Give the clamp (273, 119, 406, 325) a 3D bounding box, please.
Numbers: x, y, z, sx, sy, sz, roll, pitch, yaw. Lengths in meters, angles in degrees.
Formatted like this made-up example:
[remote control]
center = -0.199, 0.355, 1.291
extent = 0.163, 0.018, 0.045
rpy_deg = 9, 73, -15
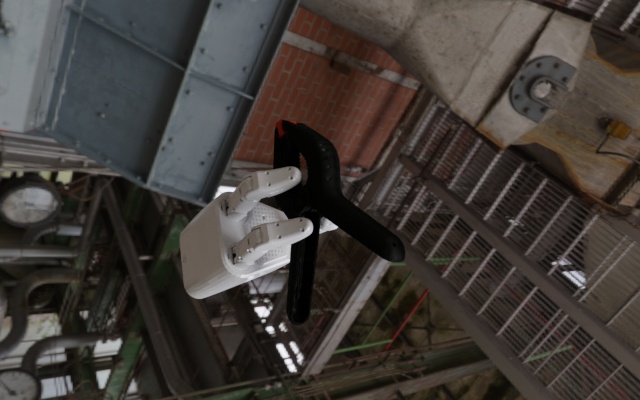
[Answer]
[clamp]
center = 0.000, 0.001, 0.473
extent = 0.036, 0.210, 0.164
rpy_deg = 5, -26, -40
